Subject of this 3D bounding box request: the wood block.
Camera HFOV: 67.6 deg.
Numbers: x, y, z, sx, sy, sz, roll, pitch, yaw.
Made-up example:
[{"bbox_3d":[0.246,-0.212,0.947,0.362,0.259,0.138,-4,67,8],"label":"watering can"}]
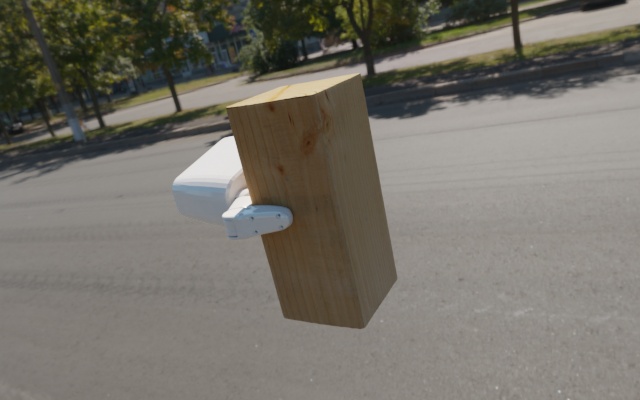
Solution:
[{"bbox_3d":[0.000,0.001,0.437,0.090,0.206,0.090,-1,23,32],"label":"wood block"}]
